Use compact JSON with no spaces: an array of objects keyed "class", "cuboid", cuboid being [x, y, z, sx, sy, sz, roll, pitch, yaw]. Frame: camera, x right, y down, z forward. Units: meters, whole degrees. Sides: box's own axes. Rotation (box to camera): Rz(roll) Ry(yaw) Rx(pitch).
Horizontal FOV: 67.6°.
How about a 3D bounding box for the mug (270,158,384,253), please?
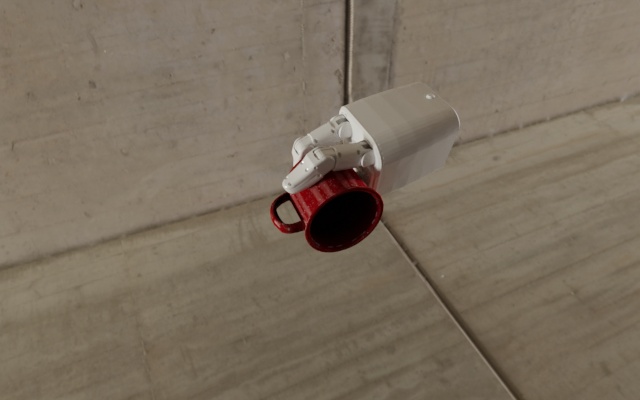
[{"class":"mug","cuboid":[-0.001,0.002,0.535,0.117,0.093,0.081,-21,47,-12]}]
